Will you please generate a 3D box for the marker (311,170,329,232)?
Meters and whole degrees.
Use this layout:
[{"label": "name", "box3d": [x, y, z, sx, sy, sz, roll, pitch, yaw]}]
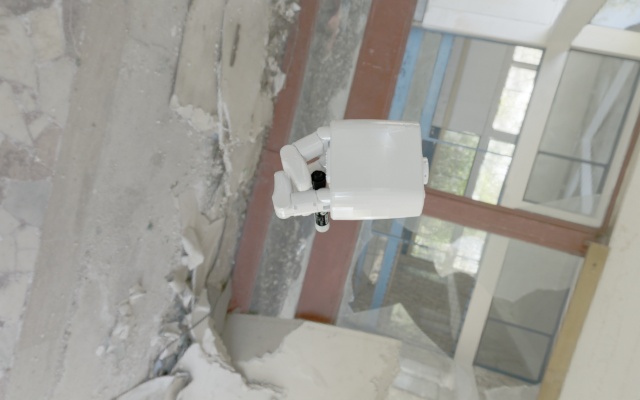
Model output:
[{"label": "marker", "box3d": [0.000, 0.002, 0.592, 0.020, 0.020, 0.121, 0, -33, 3]}]
